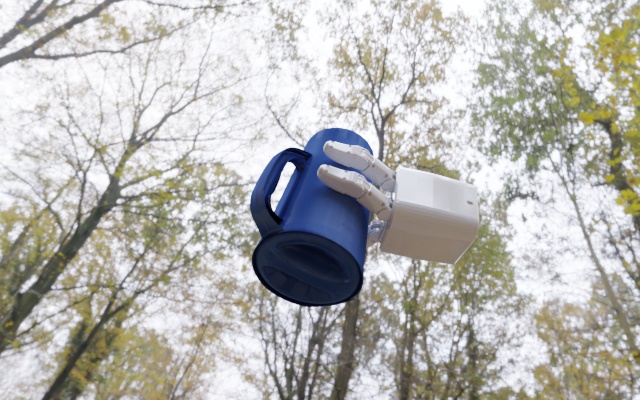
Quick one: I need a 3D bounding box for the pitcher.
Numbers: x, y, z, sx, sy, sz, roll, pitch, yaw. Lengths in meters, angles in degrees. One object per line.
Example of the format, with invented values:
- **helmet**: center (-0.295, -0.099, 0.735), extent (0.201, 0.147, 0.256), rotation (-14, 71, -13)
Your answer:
- **pitcher**: center (0.000, 0.002, 0.630), extent (0.145, 0.149, 0.242), rotation (12, 43, 4)
